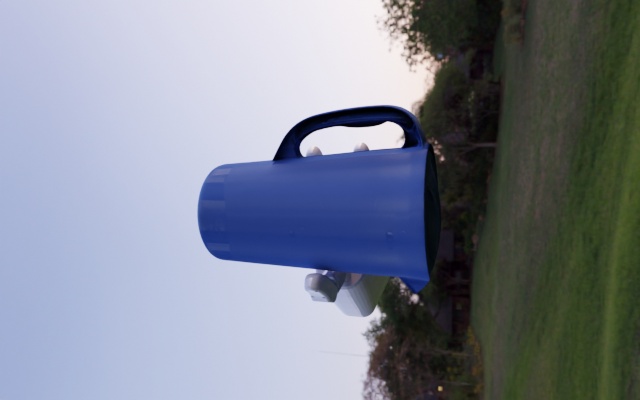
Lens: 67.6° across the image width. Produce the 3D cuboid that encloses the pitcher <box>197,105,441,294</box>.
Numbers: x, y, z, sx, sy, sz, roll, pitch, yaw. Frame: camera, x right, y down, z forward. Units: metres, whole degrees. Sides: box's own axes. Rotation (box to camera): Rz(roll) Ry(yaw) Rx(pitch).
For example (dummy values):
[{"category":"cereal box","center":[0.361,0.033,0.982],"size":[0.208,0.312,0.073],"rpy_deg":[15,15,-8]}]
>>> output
[{"category":"pitcher","center":[0.000,0.002,0.497],"size":[0.243,0.149,0.145],"rpy_deg":[0,-32,19]}]
